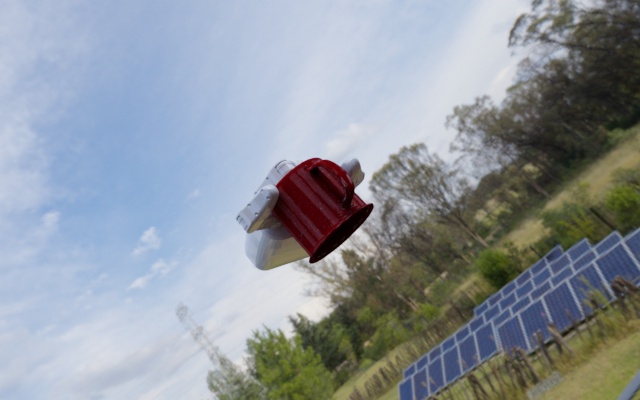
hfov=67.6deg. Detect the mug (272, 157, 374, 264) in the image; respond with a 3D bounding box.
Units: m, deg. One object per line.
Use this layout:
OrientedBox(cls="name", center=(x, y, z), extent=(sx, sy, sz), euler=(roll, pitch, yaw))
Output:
OrientedBox(cls="mug", center=(0.000, 0.001, 0.508), extent=(0.093, 0.081, 0.117), euler=(-34, -17, -32))
